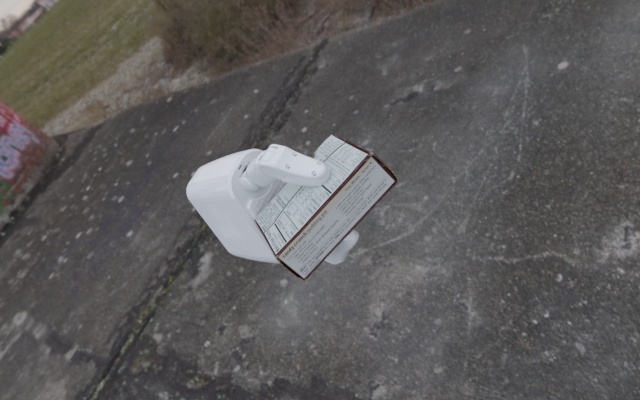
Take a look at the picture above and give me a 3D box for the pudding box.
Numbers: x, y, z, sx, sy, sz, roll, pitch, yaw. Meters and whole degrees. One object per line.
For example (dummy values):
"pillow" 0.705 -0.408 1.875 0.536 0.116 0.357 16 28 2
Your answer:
"pudding box" 0.000 0.001 0.405 0.039 0.113 0.090 41 2 -26
